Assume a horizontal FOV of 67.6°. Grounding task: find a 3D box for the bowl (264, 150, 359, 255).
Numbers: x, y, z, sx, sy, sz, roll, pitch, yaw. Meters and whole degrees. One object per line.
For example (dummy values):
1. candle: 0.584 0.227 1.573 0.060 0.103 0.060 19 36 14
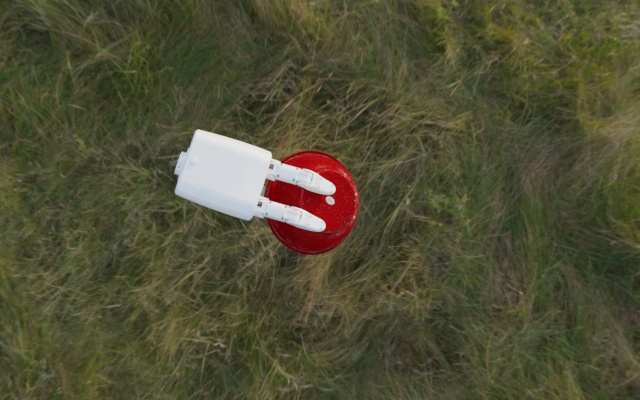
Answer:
1. bowl: 0.002 0.002 0.713 0.162 0.162 0.055 0 -2 -28
